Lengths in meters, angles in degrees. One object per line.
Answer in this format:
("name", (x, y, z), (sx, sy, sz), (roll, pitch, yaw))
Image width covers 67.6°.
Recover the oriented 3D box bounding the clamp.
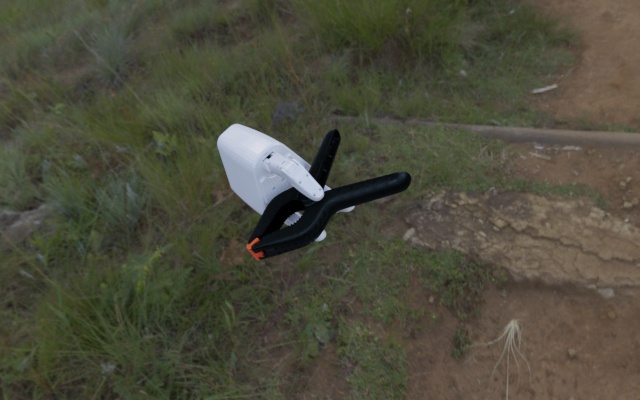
("clamp", (-0.001, 0.002, 0.599), (0.164, 0.210, 0.036), (30, -20, 45))
